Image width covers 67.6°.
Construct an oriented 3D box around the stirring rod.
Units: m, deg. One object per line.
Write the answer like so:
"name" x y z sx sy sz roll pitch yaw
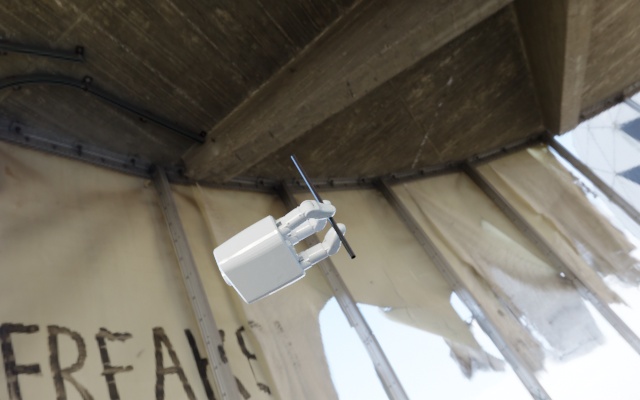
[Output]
"stirring rod" 0.000 0.003 0.782 0.011 0.011 0.239 0 43 -34
